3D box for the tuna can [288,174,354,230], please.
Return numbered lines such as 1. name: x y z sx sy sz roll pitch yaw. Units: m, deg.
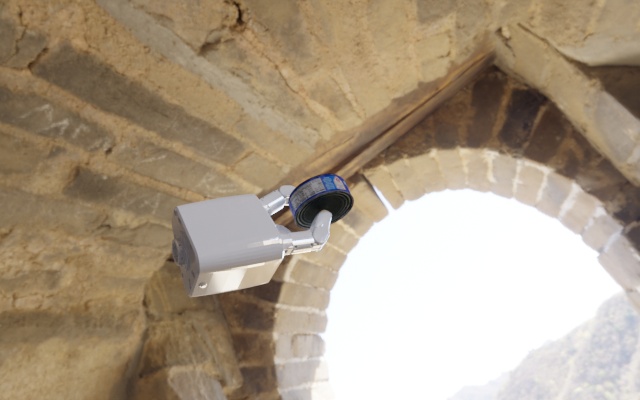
1. tuna can: 0.000 0.002 0.653 0.086 0.033 0.086 -17 -31 -11
